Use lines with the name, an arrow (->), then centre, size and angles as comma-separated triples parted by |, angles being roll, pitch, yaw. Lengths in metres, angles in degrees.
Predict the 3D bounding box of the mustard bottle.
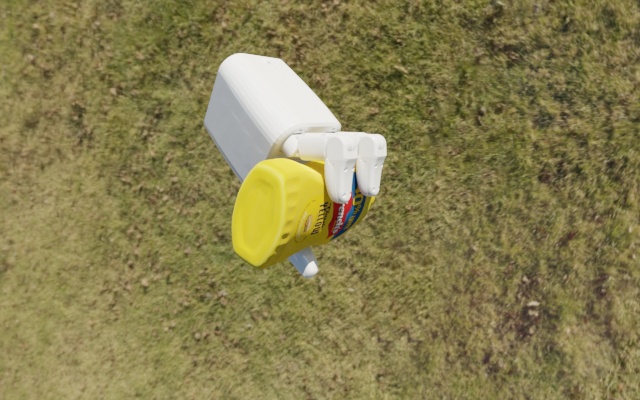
mustard bottle -> 0.000, 0.002, 0.478 | 0.058, 0.096, 0.191 | 29, 24, 29
